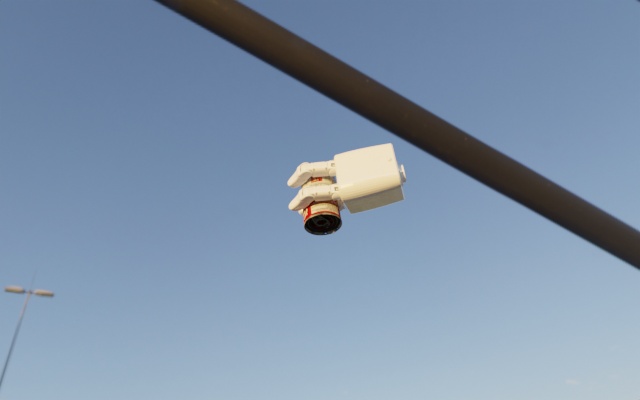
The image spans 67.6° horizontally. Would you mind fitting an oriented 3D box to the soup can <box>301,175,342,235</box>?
[{"bbox_3d":[0.000,0.003,0.870,0.068,0.102,0.069,-4,-36,-3],"label":"soup can"}]
